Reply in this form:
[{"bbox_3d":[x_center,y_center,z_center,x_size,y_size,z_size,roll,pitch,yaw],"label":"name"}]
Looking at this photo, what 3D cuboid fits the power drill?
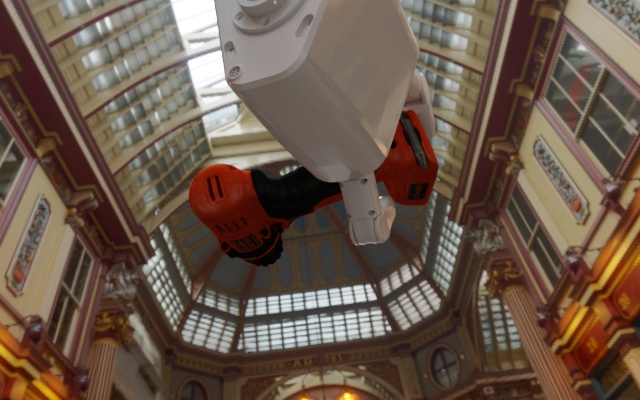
[{"bbox_3d":[0.000,0.001,0.412,0.187,0.057,0.184,-20,-19,-1],"label":"power drill"}]
